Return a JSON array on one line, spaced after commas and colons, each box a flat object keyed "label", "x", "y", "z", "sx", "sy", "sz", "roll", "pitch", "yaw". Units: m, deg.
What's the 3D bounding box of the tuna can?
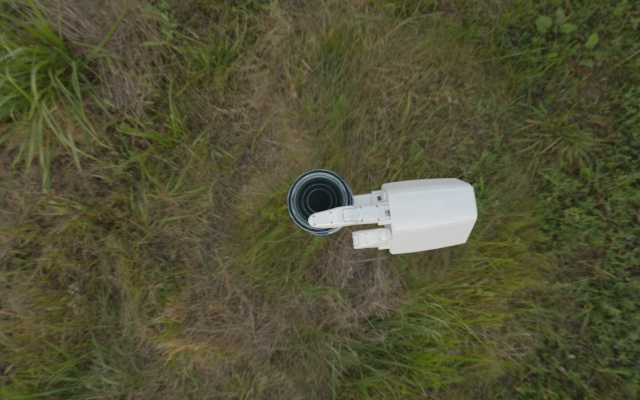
[{"label": "tuna can", "x": 0.000, "y": 0.002, "z": 0.624, "sx": 0.086, "sy": 0.086, "sz": 0.034, "roll": 0, "pitch": -5, "yaw": 7}]
